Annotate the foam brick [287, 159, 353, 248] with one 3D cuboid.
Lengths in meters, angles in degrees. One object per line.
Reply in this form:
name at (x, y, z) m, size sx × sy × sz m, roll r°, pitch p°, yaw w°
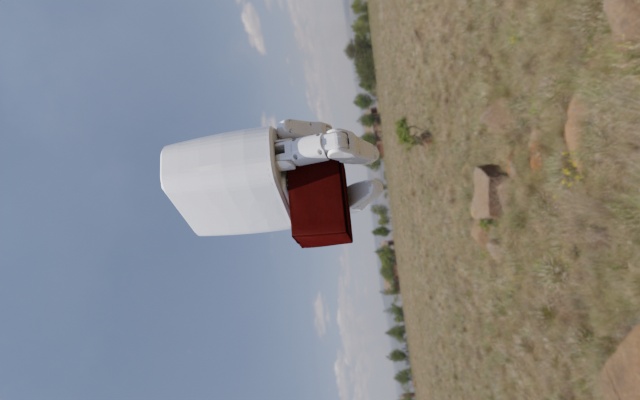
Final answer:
foam brick at (0.000, 0.002, 0.447) m, size 0.051 × 0.078 × 0.053 m, roll -7°, pitch -18°, yaw 6°
